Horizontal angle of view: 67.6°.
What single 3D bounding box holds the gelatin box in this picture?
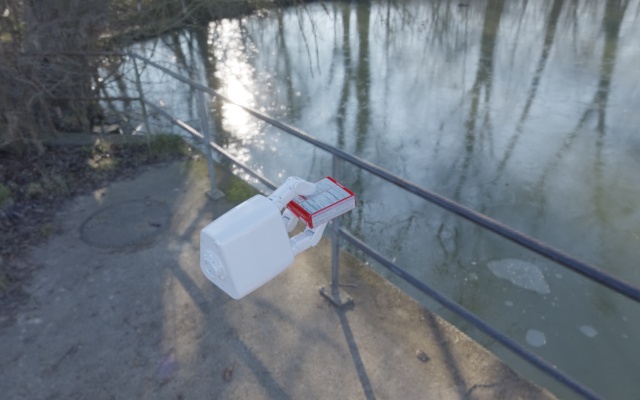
[{"bbox_3d":[0.000,0.002,0.758,0.089,0.030,0.073,-26,38,-24],"label":"gelatin box"}]
